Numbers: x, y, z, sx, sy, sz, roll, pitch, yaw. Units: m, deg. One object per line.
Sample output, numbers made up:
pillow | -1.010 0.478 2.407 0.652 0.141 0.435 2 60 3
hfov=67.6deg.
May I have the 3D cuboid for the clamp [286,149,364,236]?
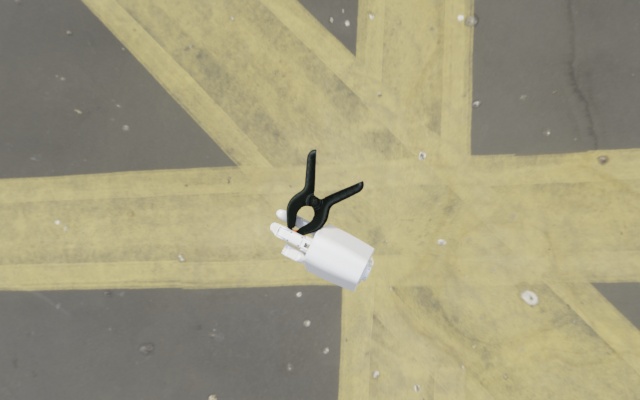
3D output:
clamp | 0.000 0.003 0.892 0.120 0.171 0.039 25 -1 8
